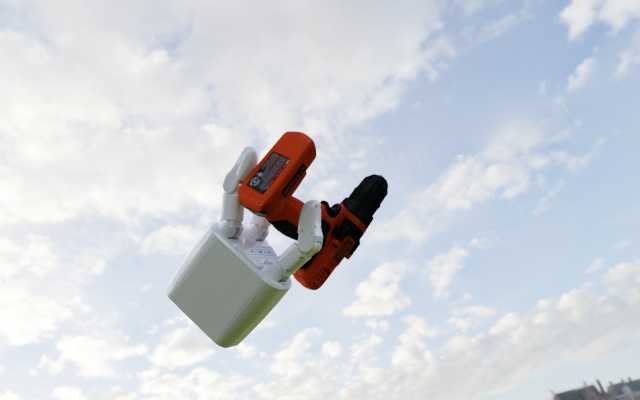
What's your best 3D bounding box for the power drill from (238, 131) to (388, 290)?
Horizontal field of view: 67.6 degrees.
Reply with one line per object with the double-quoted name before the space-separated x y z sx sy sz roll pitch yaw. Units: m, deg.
"power drill" 0.000 0.002 0.593 0.057 0.184 0.188 23 -19 44
